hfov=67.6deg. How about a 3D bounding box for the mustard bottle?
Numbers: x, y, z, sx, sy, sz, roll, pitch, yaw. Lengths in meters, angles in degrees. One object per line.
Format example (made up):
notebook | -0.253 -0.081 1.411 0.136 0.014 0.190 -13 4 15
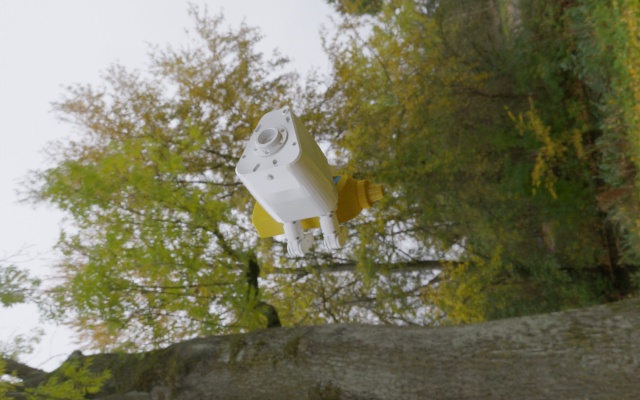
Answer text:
mustard bottle | 0.000 0.003 0.701 0.191 0.058 0.096 -11 28 22
